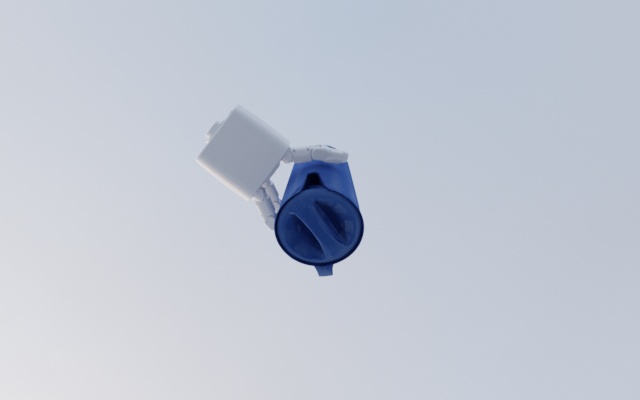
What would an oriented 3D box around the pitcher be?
[{"bbox_3d":[0.000,0.003,0.811,0.145,0.149,0.242,35,21,-14],"label":"pitcher"}]
